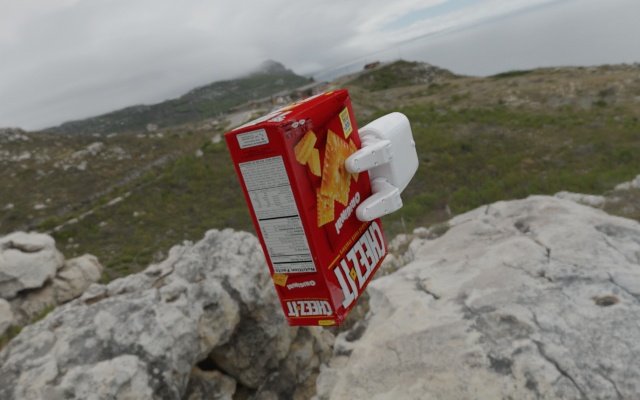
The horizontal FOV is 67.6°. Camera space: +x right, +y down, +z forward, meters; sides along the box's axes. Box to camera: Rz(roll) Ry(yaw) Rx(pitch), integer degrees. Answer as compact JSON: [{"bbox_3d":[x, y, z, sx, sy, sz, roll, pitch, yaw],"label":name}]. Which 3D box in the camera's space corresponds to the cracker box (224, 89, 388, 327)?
[{"bbox_3d":[0.000,0.002,0.521,0.072,0.214,0.164,-7,18,30],"label":"cracker box"}]
